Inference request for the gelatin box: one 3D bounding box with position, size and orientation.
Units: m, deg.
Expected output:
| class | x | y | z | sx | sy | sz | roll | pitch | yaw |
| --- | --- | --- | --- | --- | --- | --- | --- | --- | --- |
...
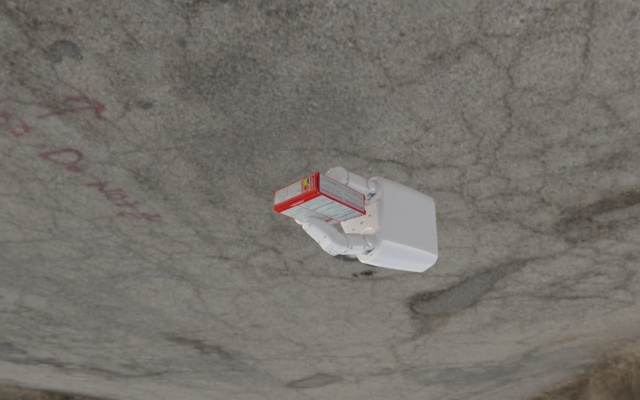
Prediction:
| class | x | y | z | sx | sy | sz | roll | pitch | yaw |
| --- | --- | --- | --- | --- | --- | --- | --- | --- | --- |
| gelatin box | 0.000 | 0.002 | 0.575 | 0.073 | 0.030 | 0.089 | -21 | -31 | 38 |
